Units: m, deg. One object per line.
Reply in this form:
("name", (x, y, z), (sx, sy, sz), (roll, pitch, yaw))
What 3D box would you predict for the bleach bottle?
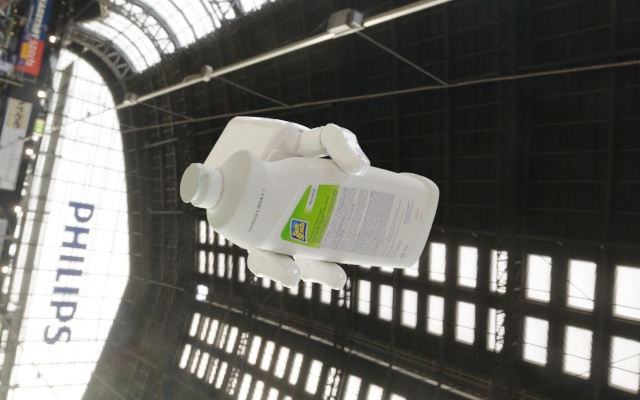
("bleach bottle", (0.000, 0.002, 0.426), (0.251, 0.102, 0.068), (14, 4, -41))
